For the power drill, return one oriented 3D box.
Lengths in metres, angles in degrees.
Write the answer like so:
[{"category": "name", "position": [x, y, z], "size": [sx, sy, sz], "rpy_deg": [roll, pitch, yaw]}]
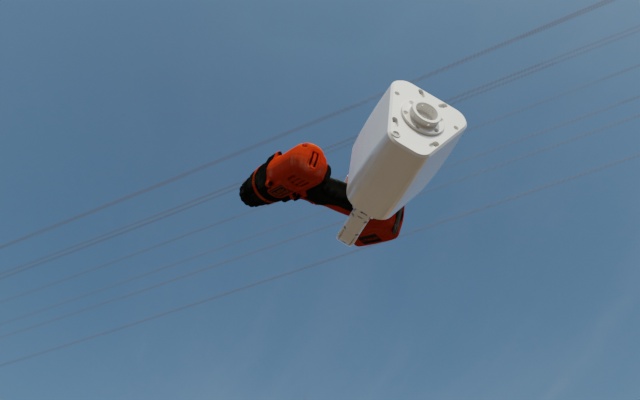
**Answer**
[{"category": "power drill", "position": [0.001, 0.002, 0.626], "size": [0.188, 0.057, 0.184], "rpy_deg": [25, -22, -25]}]
